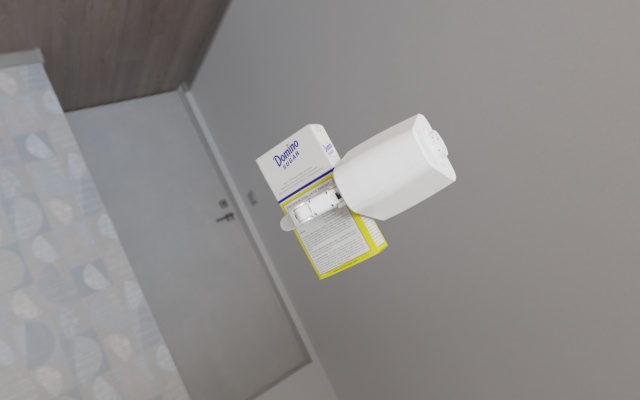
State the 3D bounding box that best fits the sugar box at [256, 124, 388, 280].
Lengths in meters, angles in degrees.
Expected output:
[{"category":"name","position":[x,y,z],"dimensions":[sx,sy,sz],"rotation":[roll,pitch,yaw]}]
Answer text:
[{"category":"sugar box","position":[0.000,0.002,0.602],"dimensions":[0.093,0.176,0.048],"rotation":[-29,-6,25]}]
